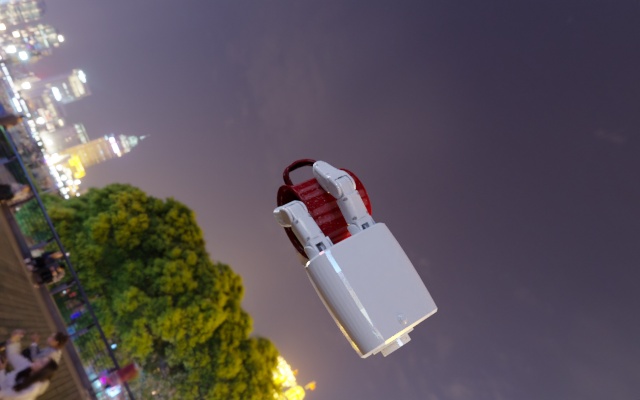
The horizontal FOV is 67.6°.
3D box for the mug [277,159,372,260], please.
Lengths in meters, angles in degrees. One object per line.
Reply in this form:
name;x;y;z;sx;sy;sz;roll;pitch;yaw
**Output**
mug;0.000;0.001;0.569;0.081;0.117;0.093;-23;-17;-25
